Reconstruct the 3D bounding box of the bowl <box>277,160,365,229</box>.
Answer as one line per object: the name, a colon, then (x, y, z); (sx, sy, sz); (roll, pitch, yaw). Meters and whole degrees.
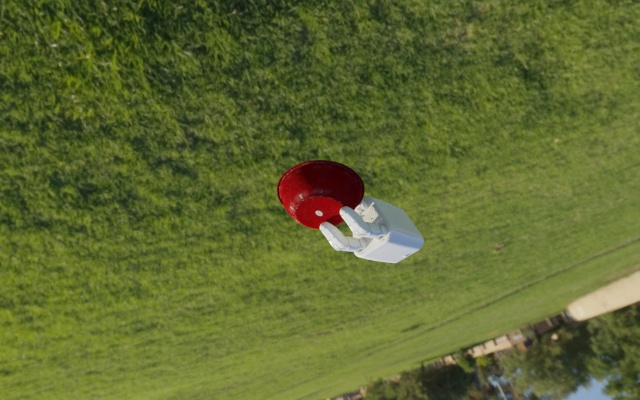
bowl: (-0.001, 0.003, 0.858); (0.162, 0.055, 0.162); (0, -42, 0)
